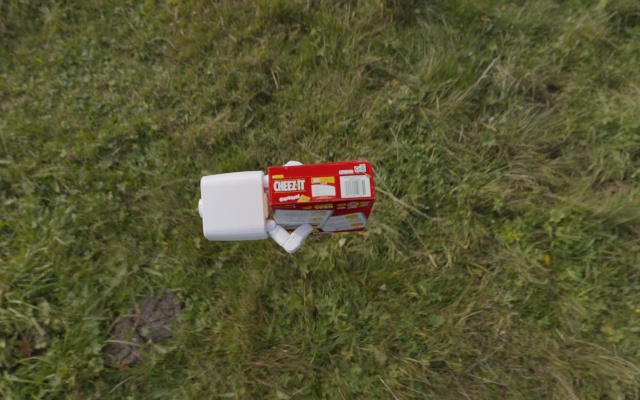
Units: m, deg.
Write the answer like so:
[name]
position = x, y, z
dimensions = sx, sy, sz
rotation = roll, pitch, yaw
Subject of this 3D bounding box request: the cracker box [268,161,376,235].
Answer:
[cracker box]
position = 0.000, 0.003, 0.826
dimensions = 0.164, 0.072, 0.214
rotation = -4, -17, -1
